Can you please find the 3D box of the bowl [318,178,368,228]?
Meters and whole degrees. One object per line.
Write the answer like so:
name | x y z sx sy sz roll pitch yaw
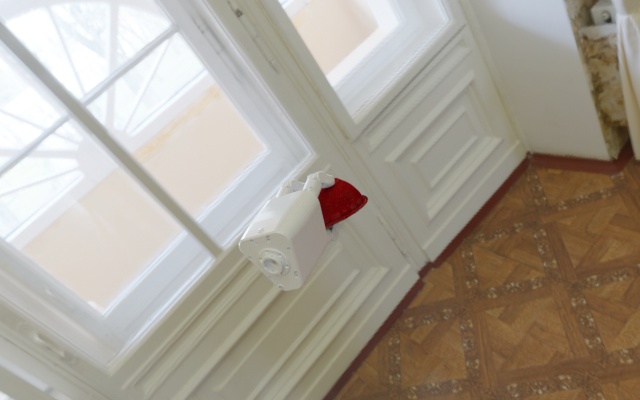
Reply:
bowl | 0.000 0.002 0.849 0.162 0.055 0.162 -22 12 5
